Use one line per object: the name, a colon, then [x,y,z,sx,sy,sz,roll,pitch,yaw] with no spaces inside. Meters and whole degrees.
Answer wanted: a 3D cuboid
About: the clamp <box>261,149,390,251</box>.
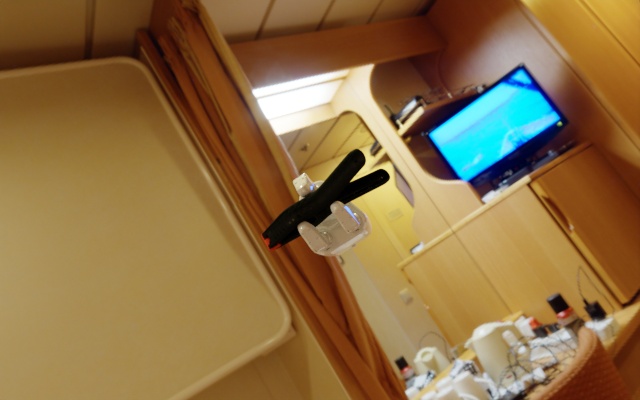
clamp: [-0.001,0.002,0.678,0.210,0.036,0.164,-34,-17,6]
